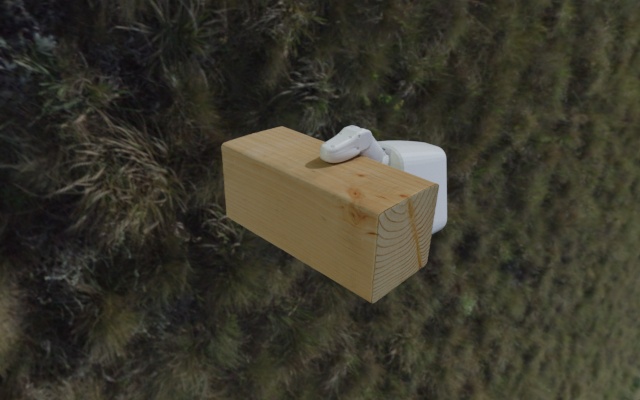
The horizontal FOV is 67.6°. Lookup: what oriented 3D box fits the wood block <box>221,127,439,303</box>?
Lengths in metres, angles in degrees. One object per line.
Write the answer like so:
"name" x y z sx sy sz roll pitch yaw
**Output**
"wood block" 0.000 0.001 0.476 0.206 0.091 0.090 25 35 37
